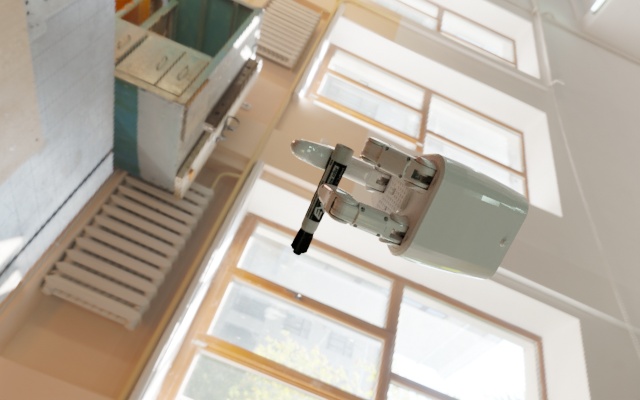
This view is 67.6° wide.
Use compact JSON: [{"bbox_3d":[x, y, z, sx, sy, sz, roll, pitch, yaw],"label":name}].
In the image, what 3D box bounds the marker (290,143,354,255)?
[{"bbox_3d":[0.000,0.002,0.475,0.020,0.121,0.020,23,15,-6],"label":"marker"}]
